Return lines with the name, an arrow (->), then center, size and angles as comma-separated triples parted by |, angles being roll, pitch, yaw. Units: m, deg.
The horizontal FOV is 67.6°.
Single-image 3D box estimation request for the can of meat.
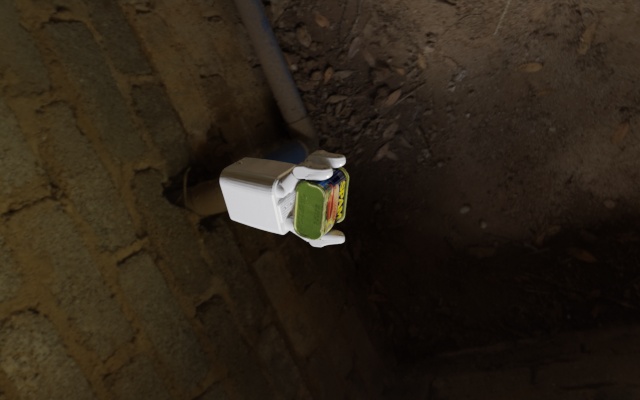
can of meat -> 0.000, 0.003, 0.756 | 0.057, 0.102, 0.084 | 16, 28, 21
